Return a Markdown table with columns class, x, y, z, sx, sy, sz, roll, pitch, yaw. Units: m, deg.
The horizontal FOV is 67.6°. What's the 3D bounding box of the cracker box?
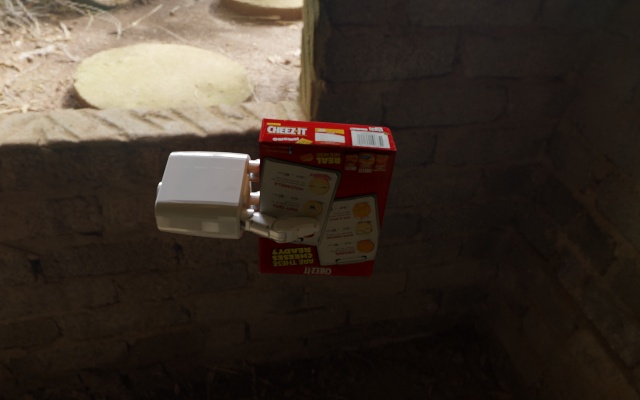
| class | x | y | z | sx | sy | sz | roll | pitch | yaw |
| --- | --- | --- | --- | --- | --- | --- | --- | --- | --- |
| cracker box | 0.000 | 0.002 | 0.639 | 0.164 | 0.214 | 0.072 | 3 | 37 | -3 |
